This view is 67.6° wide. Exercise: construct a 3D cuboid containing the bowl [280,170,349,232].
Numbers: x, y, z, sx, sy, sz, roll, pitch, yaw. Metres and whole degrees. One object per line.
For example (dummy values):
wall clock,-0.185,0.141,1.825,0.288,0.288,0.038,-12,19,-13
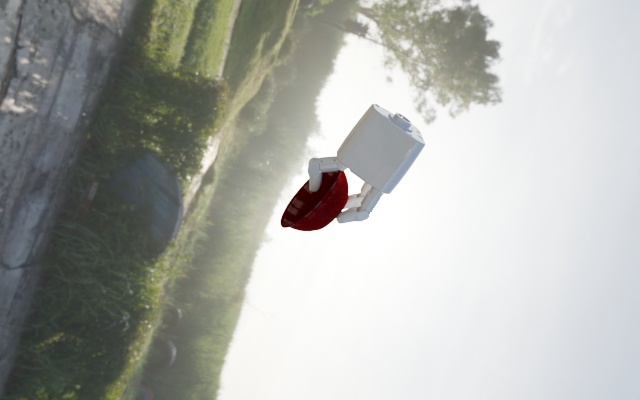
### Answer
bowl,0.000,0.004,0.869,0.055,0.162,0.162,43,-16,-17
